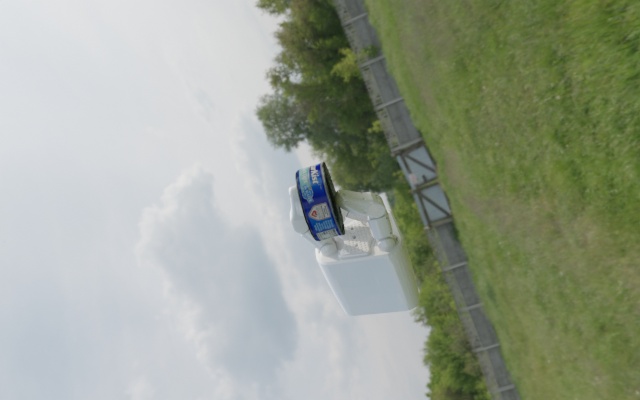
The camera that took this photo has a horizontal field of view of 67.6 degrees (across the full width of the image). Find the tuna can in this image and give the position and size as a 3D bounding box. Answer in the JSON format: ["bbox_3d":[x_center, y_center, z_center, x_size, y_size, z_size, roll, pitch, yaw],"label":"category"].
[{"bbox_3d":[0.000,0.002,0.538,0.034,0.086,0.086,-16,-2,7],"label":"tuna can"}]
